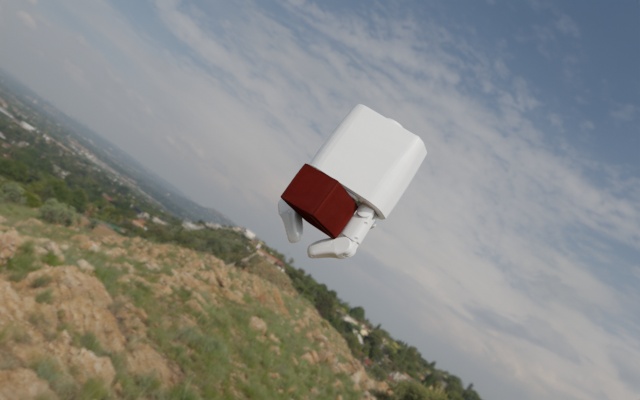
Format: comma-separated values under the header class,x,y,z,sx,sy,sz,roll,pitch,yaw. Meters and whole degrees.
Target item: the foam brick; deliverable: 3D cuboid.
class,x,y,z,sx,sy,sz,roll,pitch,yaw
foam brick,0.000,0.002,0.564,0.053,0.051,0.078,32,-8,32
